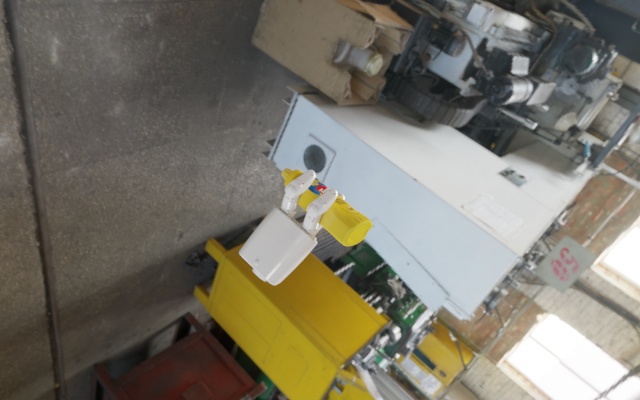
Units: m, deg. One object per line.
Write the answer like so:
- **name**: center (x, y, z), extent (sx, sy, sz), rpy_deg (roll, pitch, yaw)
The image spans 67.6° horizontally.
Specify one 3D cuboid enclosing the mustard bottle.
- **mustard bottle**: center (0.001, 0.003, 0.863), extent (0.191, 0.058, 0.096), rpy_deg (40, 20, 22)
